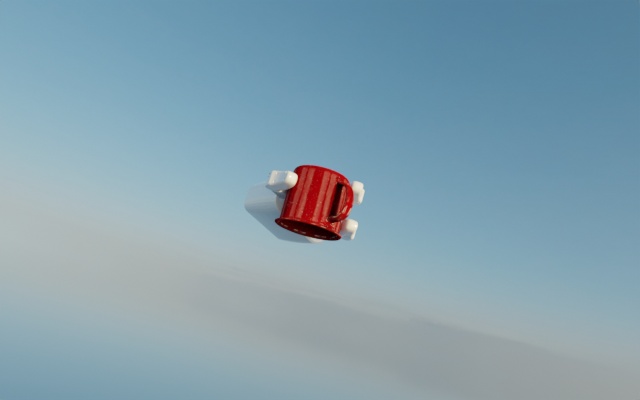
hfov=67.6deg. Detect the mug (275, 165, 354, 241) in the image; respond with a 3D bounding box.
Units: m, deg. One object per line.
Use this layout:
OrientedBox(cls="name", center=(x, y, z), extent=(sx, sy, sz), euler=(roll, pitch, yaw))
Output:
OrientedBox(cls="mug", center=(0.001, 0.002, 0.643), extent=(0.093, 0.081, 0.117), euler=(25, -18, -34))
